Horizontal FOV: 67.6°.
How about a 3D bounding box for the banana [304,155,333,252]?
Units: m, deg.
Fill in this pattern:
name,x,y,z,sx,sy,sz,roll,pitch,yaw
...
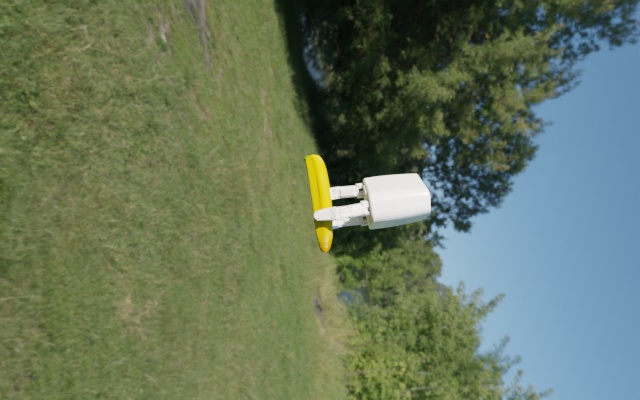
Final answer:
name,x,y,z,sx,sy,sz,roll,pitch,yaw
banana,0.000,-0.007,0.879,0.037,0.197,0.070,-8,-20,-4
